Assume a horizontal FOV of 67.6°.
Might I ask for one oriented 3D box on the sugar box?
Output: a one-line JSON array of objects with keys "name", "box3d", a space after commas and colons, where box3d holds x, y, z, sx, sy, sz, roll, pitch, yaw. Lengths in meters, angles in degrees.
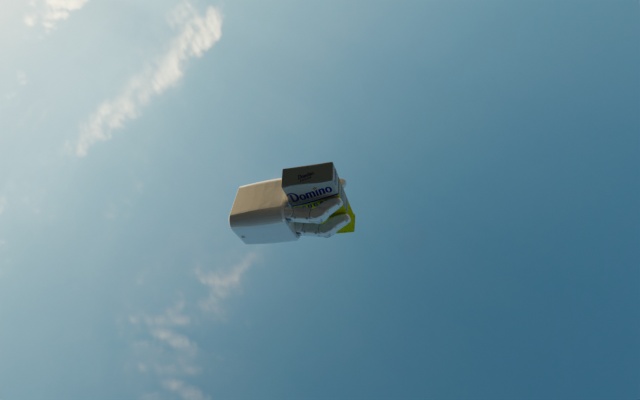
[{"name": "sugar box", "box3d": [0.000, 0.003, 0.867, 0.093, 0.048, 0.176, -7, -32, 15]}]
